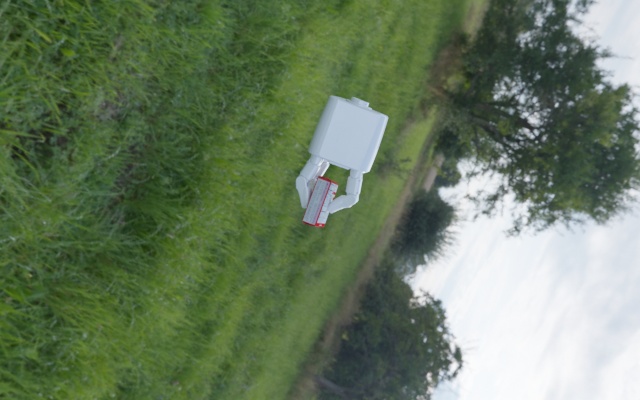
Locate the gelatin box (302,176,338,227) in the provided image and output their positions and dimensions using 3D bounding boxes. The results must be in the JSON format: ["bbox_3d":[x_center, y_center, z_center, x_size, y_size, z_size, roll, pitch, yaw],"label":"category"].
[{"bbox_3d":[0.000,0.003,0.870,0.030,0.089,0.073,19,1,12],"label":"gelatin box"}]
